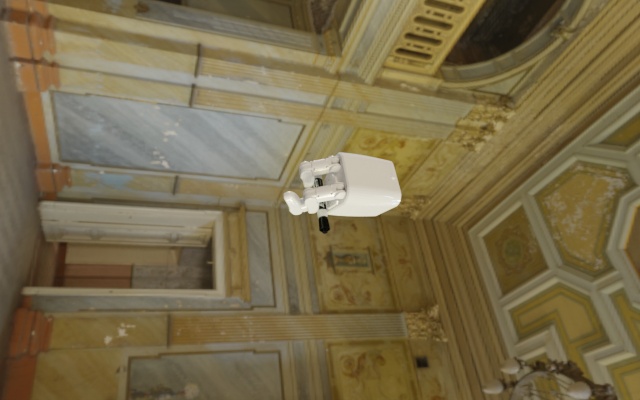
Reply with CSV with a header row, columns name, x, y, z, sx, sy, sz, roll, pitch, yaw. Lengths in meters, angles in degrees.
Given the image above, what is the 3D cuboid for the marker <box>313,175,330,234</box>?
name,x,y,z,sx,sy,sz,roll,pitch,yaw
marker,0.000,0.003,0.838,0.020,0.121,0.020,-7,-30,-4
